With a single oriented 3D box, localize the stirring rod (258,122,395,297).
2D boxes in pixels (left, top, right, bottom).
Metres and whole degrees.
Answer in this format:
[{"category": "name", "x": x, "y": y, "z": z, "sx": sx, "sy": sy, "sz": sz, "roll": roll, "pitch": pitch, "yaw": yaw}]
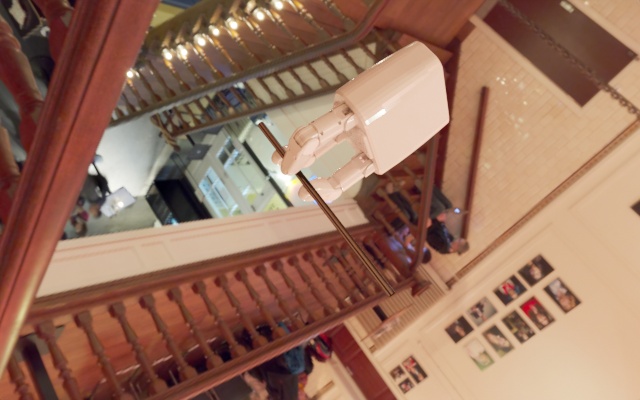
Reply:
[{"category": "stirring rod", "x": 0.000, "y": 0.002, "z": 0.500, "sx": 0.011, "sy": 0.239, "sz": 0.011, "roll": -32, "pitch": -22, "yaw": -15}]
